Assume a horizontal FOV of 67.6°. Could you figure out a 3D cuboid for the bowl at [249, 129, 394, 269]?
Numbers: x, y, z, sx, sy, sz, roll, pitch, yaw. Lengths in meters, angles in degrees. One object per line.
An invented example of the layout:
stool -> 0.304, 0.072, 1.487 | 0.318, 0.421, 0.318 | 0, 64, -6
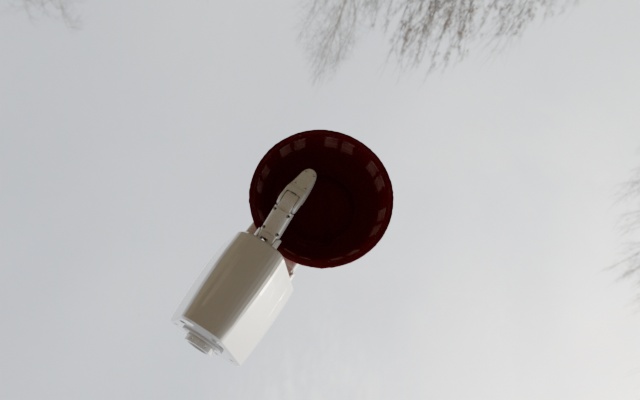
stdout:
bowl -> 0.001, 0.001, 0.556 | 0.162, 0.162, 0.055 | 0, -16, -3
